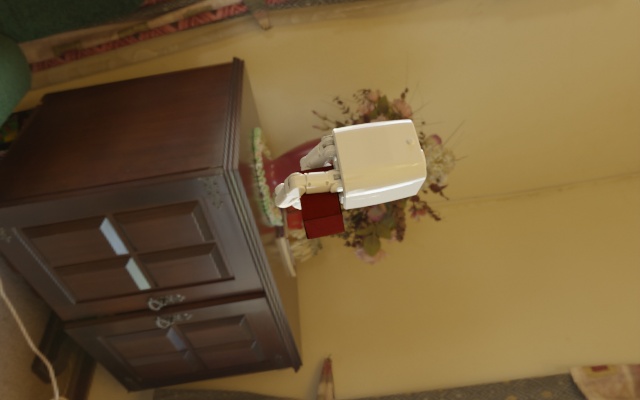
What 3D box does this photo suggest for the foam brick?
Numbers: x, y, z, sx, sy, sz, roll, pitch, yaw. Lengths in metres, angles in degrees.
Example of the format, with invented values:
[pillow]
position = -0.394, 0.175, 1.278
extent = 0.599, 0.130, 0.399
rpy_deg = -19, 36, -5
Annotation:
[foam brick]
position = 0.000, 0.002, 0.626
extent = 0.051, 0.078, 0.053
rpy_deg = -9, -30, 0
